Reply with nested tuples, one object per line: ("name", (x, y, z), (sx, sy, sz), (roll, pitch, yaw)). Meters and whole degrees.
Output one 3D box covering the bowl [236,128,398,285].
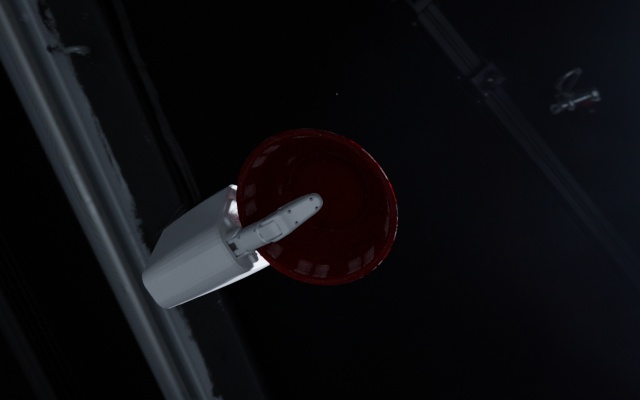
("bowl", (0.001, 0.001, 0.477), (0.162, 0.162, 0.055), (0, 22, 19))
